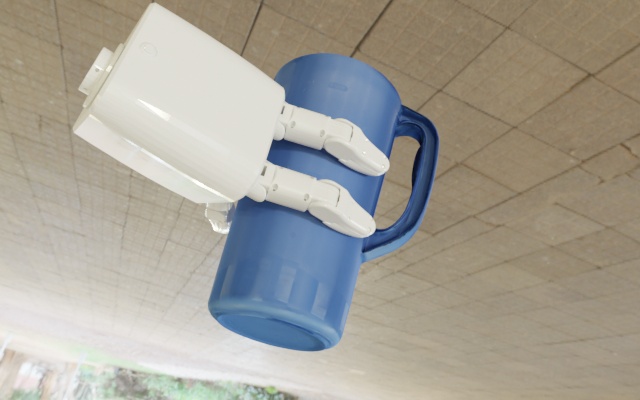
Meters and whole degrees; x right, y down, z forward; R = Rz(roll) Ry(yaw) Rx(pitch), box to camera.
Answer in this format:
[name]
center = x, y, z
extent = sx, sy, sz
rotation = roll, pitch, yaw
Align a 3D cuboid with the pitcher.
[pitcher]
center = 0.000, 0.001, 0.422
extent = 0.145, 0.242, 0.149
rotation = 32, -33, -29
